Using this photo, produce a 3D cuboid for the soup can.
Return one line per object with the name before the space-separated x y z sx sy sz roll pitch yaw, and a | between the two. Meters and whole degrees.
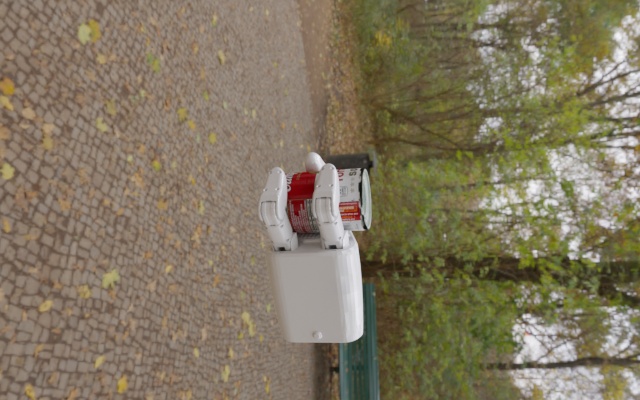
soup can | 0.000 0.001 0.515 0.102 0.068 0.068 -3 -1 13
